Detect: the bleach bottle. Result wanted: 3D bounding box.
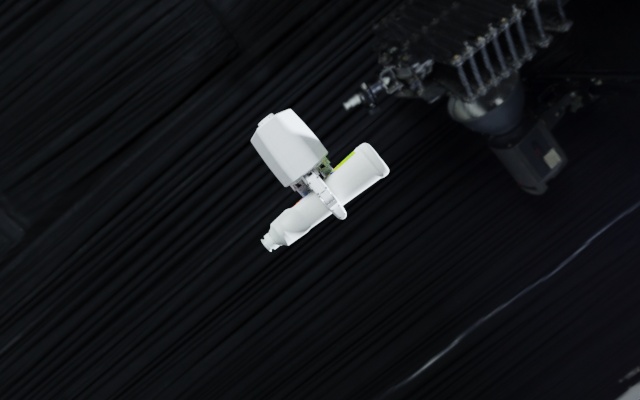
[{"bbox_3d":[0.000,0.003,0.840,0.251,0.068,0.102,-39,4,3],"label":"bleach bottle"}]
